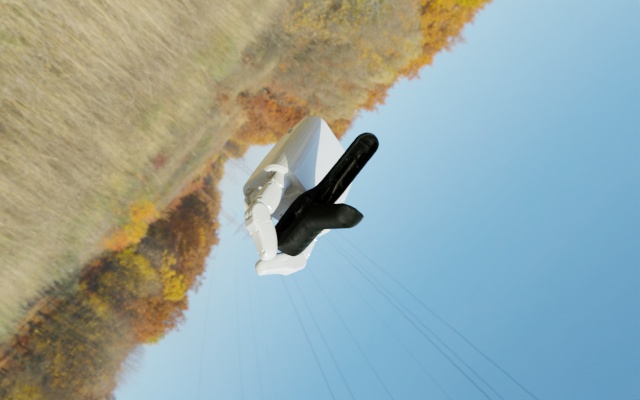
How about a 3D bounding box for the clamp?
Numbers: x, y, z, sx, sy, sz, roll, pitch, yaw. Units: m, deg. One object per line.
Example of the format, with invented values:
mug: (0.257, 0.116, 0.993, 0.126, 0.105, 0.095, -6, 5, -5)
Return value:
clamp: (0.000, 0.002, 0.498, 0.039, 0.120, 0.171, 41, -39, -15)
